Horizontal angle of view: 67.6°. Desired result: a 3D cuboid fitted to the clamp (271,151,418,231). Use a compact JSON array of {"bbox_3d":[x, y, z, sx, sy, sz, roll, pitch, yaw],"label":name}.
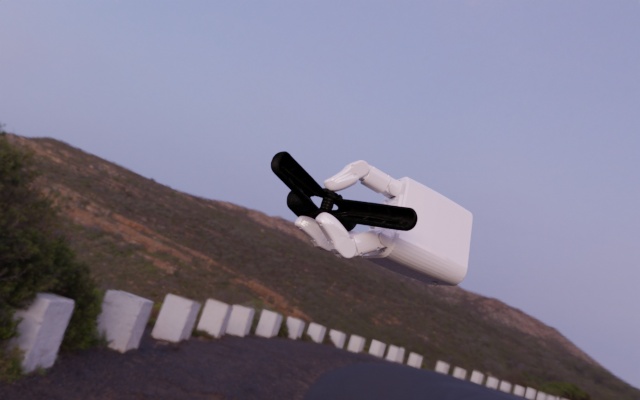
[{"bbox_3d":[0.000,0.001,0.574,0.164,0.036,0.210,27,-15,-13],"label":"clamp"}]
